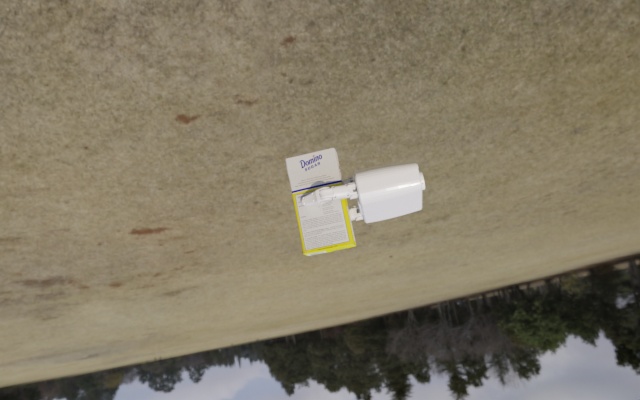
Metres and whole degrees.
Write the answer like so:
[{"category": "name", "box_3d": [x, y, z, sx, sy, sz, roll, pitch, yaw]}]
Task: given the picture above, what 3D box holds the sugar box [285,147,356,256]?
[{"category": "sugar box", "box_3d": [0.000, 0.003, 0.846, 0.093, 0.176, 0.048, -12, -13, 6]}]
